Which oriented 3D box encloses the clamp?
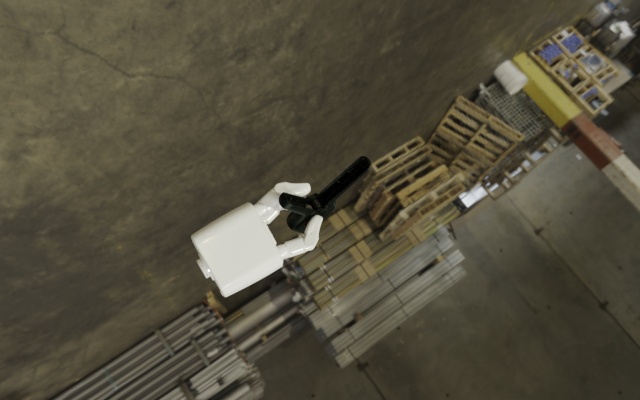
[{"bbox_3d":[0.000,0.004,0.807,0.164,0.036,0.210,-27,-17,-16],"label":"clamp"}]
